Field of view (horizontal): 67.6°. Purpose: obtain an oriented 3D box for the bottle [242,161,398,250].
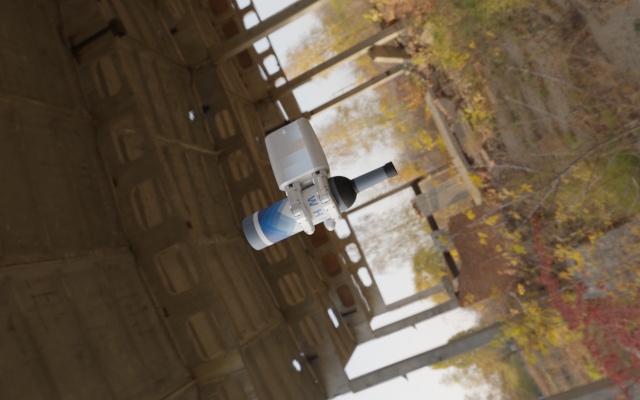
[{"bbox_3d":[0.000,0.003,0.871,0.296,0.069,0.069,-25,-6,13],"label":"bottle"}]
